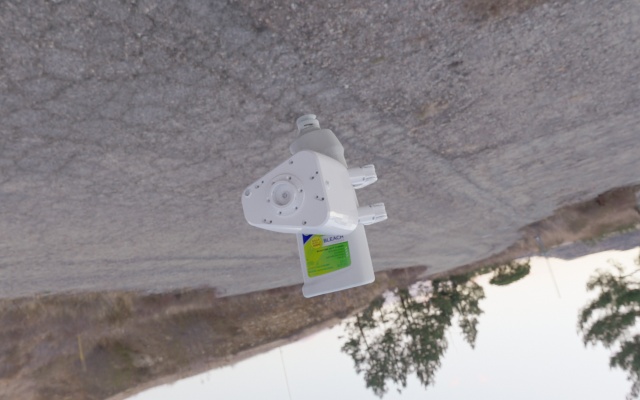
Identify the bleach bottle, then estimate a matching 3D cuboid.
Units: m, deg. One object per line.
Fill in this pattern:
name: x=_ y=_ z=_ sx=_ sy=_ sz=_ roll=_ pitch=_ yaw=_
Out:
bleach bottle: x=0.000 y=0.002 z=0.677 sx=0.102 sy=0.250 sz=0.068 roll=-17 pitch=-11 yaw=19
